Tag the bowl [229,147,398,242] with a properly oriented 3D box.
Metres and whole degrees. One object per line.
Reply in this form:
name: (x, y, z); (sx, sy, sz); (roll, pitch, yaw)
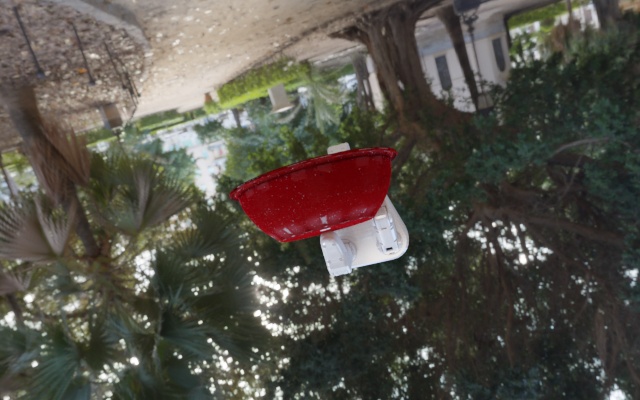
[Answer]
bowl: (0.000, 0.002, 0.446); (0.162, 0.055, 0.162); (-14, -7, -2)
